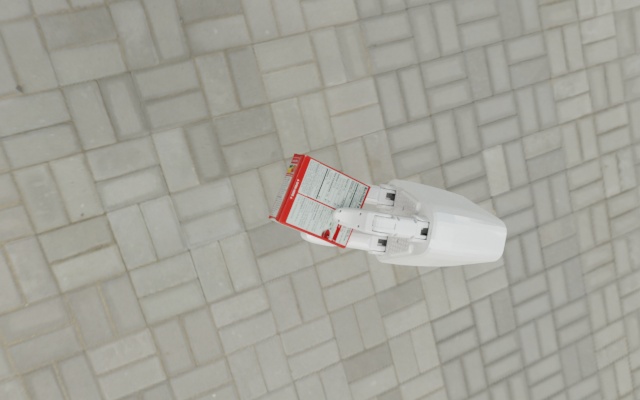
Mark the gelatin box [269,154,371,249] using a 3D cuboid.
[{"bbox_3d":[0.000,0.002,0.499,0.089,0.073,0.030,24,-5,-29],"label":"gelatin box"}]
